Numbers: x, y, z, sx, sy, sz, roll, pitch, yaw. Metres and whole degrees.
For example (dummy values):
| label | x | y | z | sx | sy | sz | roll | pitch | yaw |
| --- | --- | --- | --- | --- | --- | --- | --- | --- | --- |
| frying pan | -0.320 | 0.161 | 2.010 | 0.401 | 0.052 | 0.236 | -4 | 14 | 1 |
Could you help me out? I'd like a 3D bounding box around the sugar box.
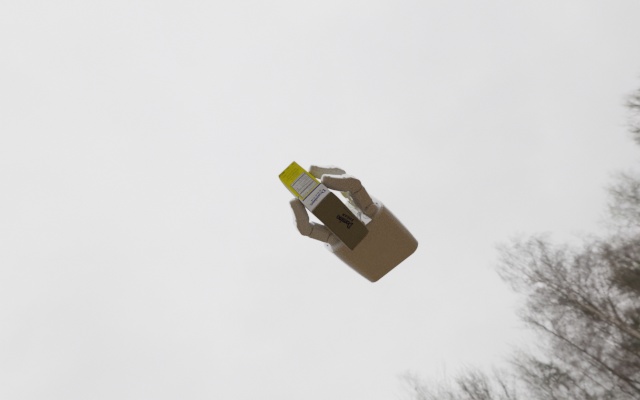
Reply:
| label | x | y | z | sx | sy | sz | roll | pitch | yaw |
| --- | --- | --- | --- | --- | --- | --- | --- | --- | --- |
| sugar box | 0.001 | 0.002 | 0.727 | 0.093 | 0.048 | 0.176 | 45 | -4 | -28 |
